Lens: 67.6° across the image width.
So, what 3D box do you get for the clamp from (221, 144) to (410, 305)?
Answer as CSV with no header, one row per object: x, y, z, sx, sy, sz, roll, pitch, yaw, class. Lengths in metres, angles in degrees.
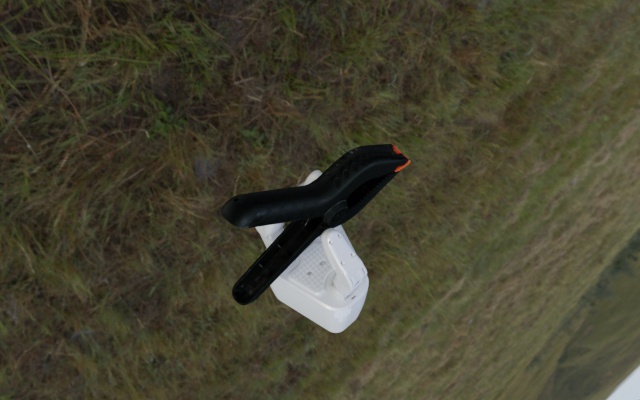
0.001,0.002,0.424,0.210,0.036,0.165,-36,-22,-18,clamp
